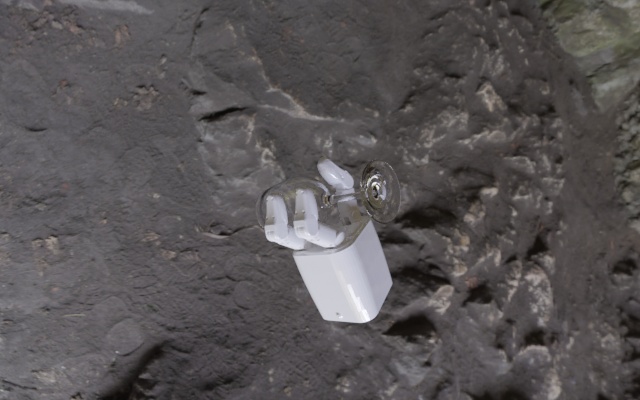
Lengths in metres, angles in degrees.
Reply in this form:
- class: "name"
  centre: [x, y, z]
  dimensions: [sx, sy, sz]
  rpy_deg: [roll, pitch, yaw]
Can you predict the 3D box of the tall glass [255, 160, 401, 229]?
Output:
- class: "tall glass"
  centre: [0.001, 0.002, 0.614]
  dimensions: [0.201, 0.079, 0.079]
  rpy_deg: [-9, -7, 44]
